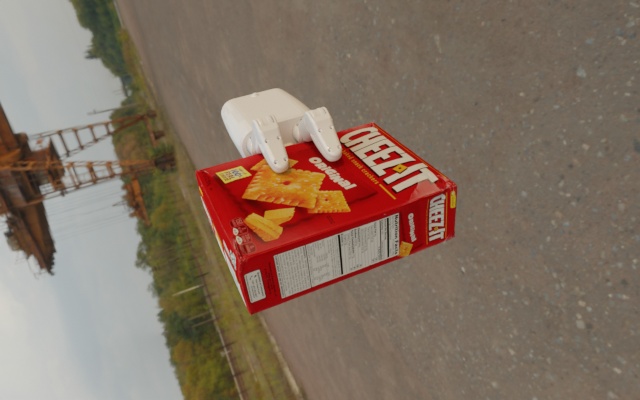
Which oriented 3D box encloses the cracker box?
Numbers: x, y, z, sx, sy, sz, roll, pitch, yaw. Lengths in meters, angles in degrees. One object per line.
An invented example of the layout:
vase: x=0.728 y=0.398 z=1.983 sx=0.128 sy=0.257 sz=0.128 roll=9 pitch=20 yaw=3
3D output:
cracker box: x=0.000 y=0.002 z=0.480 sx=0.213 sy=0.072 sz=0.164 roll=-18 pitch=37 yaw=-16
